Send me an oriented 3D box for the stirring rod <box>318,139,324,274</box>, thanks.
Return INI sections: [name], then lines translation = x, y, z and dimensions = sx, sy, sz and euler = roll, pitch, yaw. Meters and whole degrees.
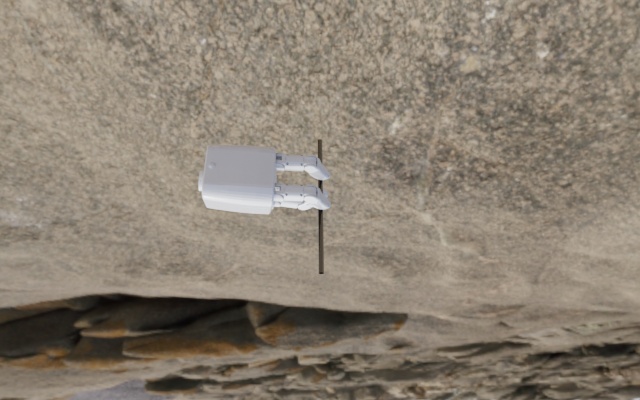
[stirring rod]
translation = 0.000, 0.002, 0.768
dimensions = 0.011, 0.239, 0.011
euler = 0, -28, 0
